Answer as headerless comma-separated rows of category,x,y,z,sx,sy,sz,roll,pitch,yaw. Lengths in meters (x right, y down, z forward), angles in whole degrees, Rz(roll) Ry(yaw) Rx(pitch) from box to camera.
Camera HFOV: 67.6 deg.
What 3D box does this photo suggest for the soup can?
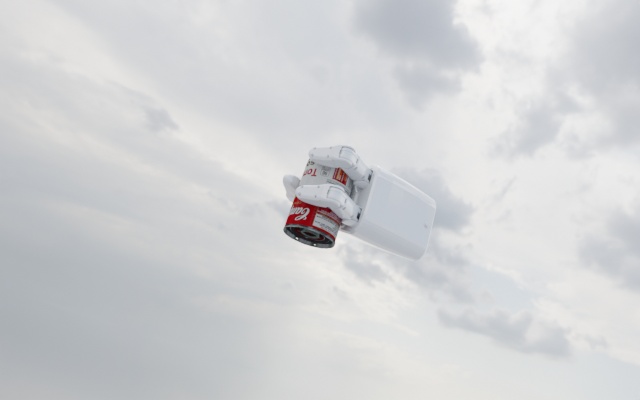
soup can,0.000,0.002,0.613,0.068,0.102,0.068,16,-21,6
